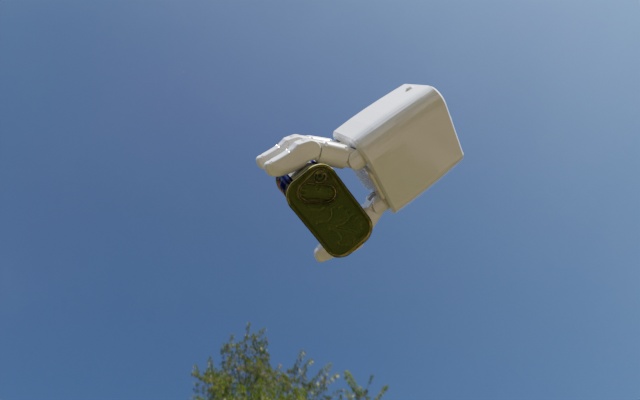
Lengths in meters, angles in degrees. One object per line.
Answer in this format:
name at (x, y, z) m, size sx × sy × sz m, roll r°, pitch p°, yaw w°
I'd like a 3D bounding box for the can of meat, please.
can of meat at (0.000, 0.002, 0.521) m, size 0.057 × 0.102 × 0.084 m, roll -39°, pitch 21°, yaw -2°
